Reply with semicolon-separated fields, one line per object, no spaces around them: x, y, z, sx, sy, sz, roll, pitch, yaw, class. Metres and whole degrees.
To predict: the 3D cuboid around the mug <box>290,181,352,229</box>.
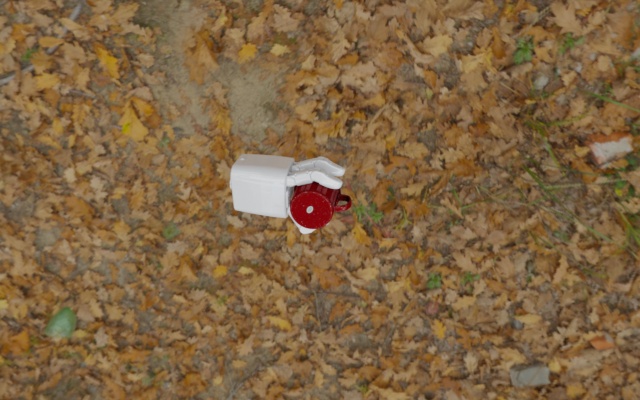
0.002;0.003;0.899;0.117;0.093;0.081;6;27;6;mug
